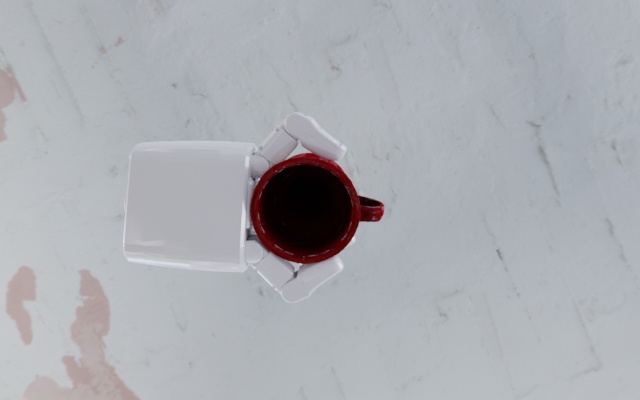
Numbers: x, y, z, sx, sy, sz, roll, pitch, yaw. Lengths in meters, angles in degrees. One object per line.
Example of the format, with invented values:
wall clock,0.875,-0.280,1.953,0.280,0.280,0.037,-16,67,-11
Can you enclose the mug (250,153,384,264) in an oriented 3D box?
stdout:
mug,0.002,0.001,0.439,0.117,0.093,0.081,4,13,1
